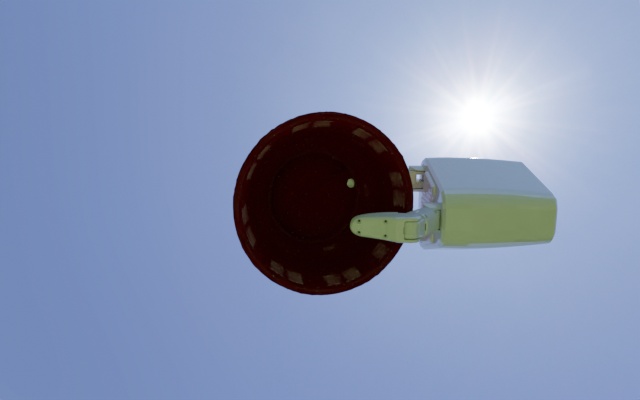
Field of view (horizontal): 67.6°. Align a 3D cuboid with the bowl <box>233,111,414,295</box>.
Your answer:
[{"bbox_3d":[-0.001,0.001,0.437,0.162,0.162,0.055,0,9,-14],"label":"bowl"}]
